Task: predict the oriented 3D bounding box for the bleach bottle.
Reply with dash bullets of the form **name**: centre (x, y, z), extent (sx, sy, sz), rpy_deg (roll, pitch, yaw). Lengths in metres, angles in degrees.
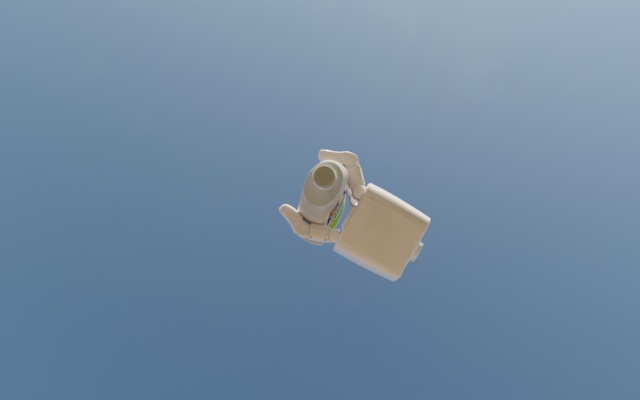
- **bleach bottle**: centre (0.000, 0.002, 0.741), extent (0.068, 0.102, 0.251), rpy_deg (30, -11, 6)
